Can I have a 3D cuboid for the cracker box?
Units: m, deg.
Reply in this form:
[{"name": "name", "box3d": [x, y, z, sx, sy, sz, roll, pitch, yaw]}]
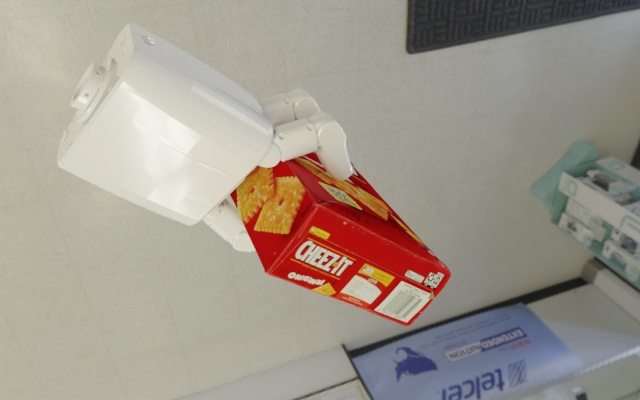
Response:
[{"name": "cracker box", "box3d": [0.000, 0.002, 0.440, 0.164, 0.072, 0.213, 28, 17, -36]}]
